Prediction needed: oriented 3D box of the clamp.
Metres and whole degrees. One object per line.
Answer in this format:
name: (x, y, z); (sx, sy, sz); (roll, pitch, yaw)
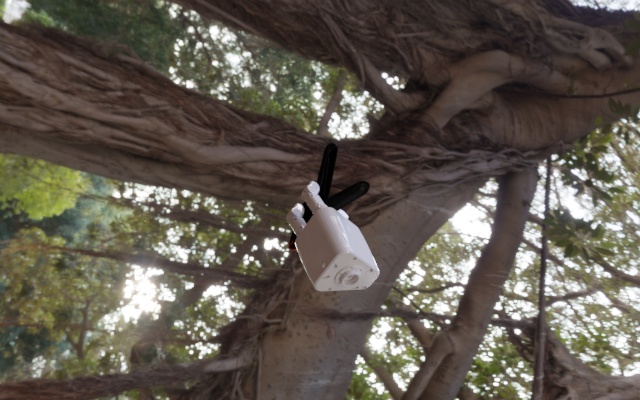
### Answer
clamp: (0.001, 0.004, 0.882); (0.036, 0.210, 0.164); (21, 28, -31)
